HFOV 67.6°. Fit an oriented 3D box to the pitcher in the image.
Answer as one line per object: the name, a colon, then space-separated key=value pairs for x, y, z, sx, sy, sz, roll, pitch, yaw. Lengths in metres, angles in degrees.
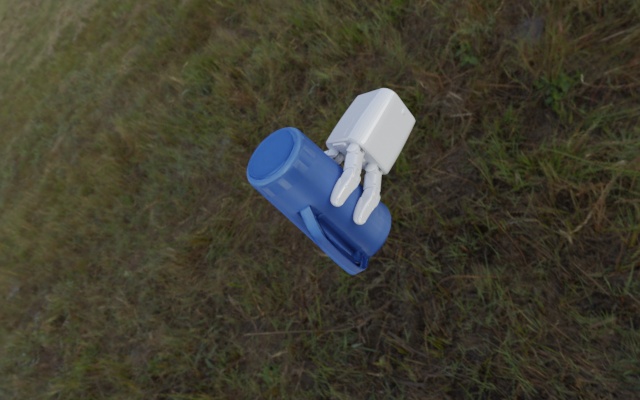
pitcher: x=0.000 y=0.002 z=0.764 sx=0.149 sy=0.145 sz=0.243 roll=18 pitch=-18 yaw=51
